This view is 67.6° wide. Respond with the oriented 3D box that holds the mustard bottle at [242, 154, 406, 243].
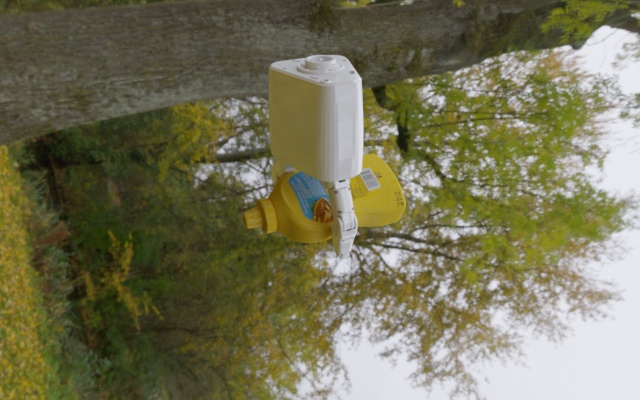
[{"bbox_3d":[0.000,0.002,0.579,0.191,0.096,0.058,-14,-32,-21],"label":"mustard bottle"}]
